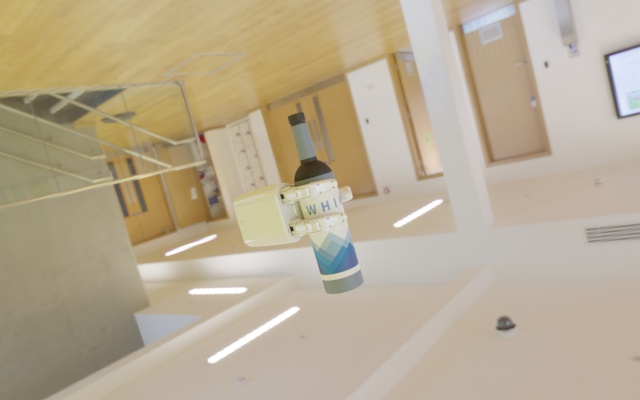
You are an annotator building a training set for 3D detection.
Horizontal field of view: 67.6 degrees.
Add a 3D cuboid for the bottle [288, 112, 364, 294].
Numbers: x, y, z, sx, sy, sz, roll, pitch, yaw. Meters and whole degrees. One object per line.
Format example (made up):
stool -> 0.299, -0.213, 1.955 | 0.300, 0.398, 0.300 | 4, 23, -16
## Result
bottle -> 0.000, 0.003, 0.781 | 0.069, 0.296, 0.069 | -16, 5, 2
